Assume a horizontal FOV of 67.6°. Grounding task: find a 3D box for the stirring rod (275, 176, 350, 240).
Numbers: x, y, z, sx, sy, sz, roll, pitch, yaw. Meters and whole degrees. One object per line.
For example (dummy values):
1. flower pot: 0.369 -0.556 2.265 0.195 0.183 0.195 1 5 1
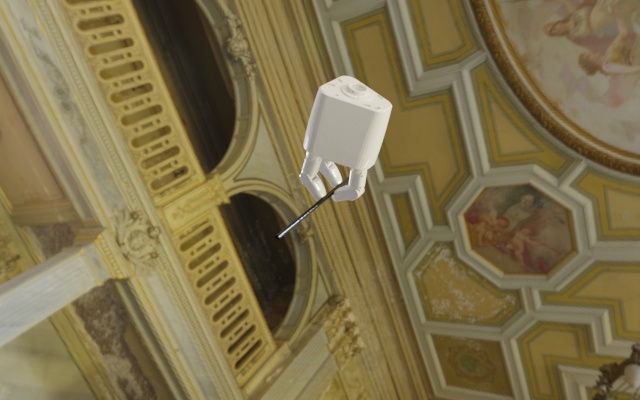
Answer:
1. stirring rod: 0.000 0.003 0.787 0.011 0.011 0.239 0 26 36
